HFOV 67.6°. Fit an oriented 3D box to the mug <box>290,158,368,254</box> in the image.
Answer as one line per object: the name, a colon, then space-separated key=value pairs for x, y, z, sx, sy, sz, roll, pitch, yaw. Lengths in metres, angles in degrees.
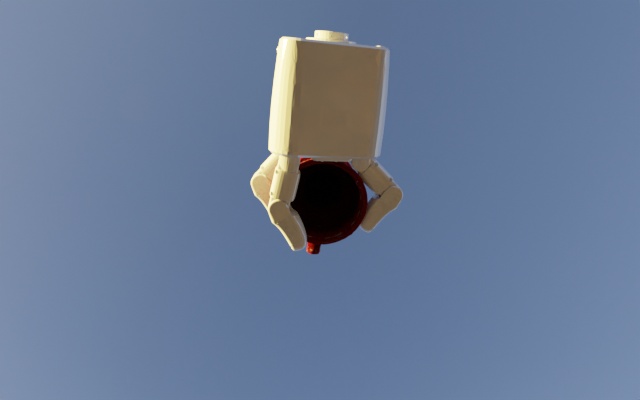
mug: x=0.000 y=0.003 z=0.528 sx=0.093 sy=0.117 sz=0.081 roll=5 pitch=17 yaw=-2
